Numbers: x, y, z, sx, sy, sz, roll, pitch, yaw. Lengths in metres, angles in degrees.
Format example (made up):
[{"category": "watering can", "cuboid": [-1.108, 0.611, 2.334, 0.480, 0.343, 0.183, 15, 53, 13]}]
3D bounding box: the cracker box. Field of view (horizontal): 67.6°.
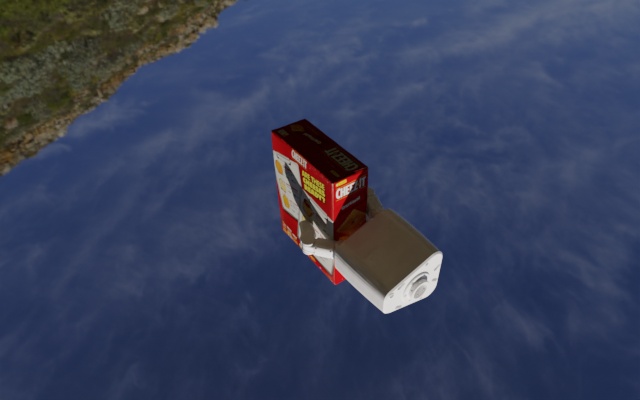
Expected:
[{"category": "cracker box", "cuboid": [0.000, 0.003, 0.756, 0.072, 0.214, 0.164, -26, 47, -25]}]
